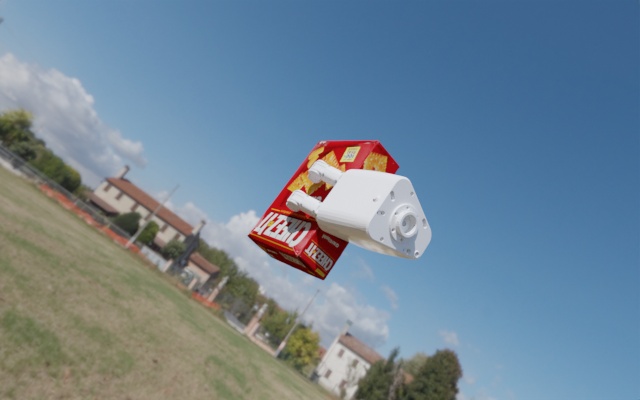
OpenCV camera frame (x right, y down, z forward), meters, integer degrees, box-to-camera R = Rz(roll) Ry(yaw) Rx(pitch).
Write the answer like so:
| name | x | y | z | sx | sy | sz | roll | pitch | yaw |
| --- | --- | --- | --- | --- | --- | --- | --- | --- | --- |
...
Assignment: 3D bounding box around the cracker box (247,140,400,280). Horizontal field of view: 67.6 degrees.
| name | x | y | z | sx | sy | sz | roll | pitch | yaw |
| --- | --- | --- | --- | --- | --- | --- | --- | --- | --- |
| cracker box | 0.000 | 0.002 | 0.754 | 0.072 | 0.213 | 0.164 | 45 | -18 | -29 |
